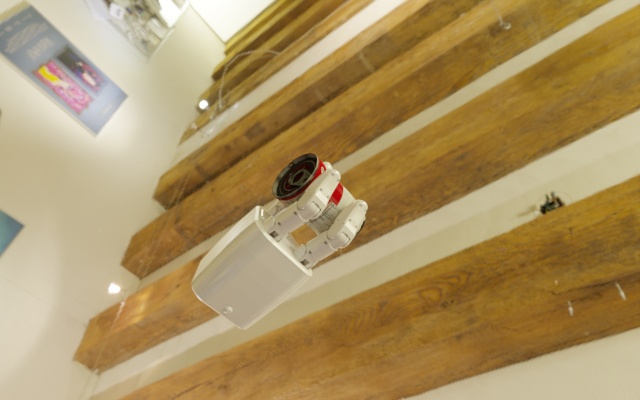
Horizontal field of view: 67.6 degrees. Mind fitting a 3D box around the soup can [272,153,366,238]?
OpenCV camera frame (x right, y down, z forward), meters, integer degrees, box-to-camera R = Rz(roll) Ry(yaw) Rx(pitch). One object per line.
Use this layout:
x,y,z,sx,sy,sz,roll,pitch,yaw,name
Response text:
0.001,0.002,0.577,0.068,0.068,0.102,0,-39,51,soup can
